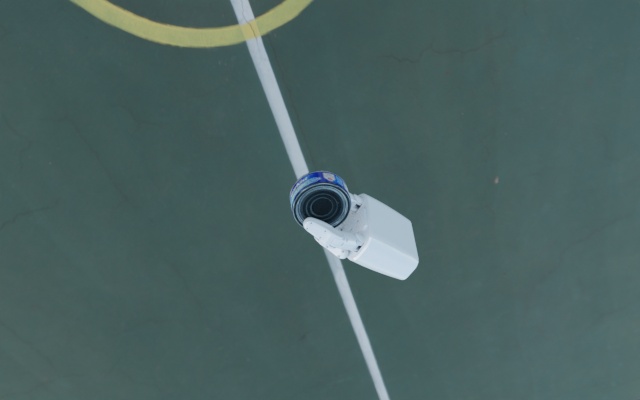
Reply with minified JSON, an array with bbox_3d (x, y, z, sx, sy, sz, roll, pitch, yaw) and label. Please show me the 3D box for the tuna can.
[{"bbox_3d":[0.000,0.003,0.679,0.086,0.086,0.033,0,33,-9],"label":"tuna can"}]
